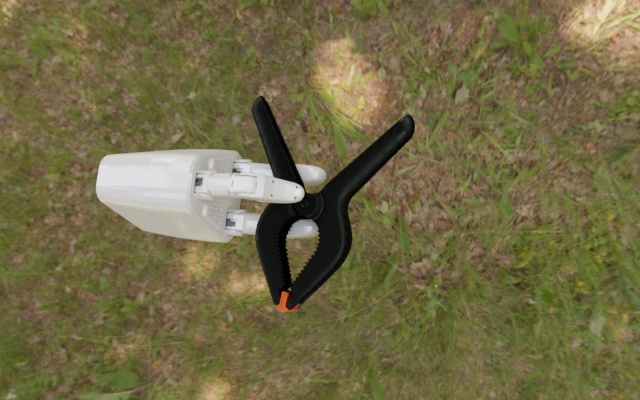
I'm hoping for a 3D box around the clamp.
[{"bbox_3d":[0.000,0.002,0.452,0.164,0.210,0.036,4,-9,18],"label":"clamp"}]
